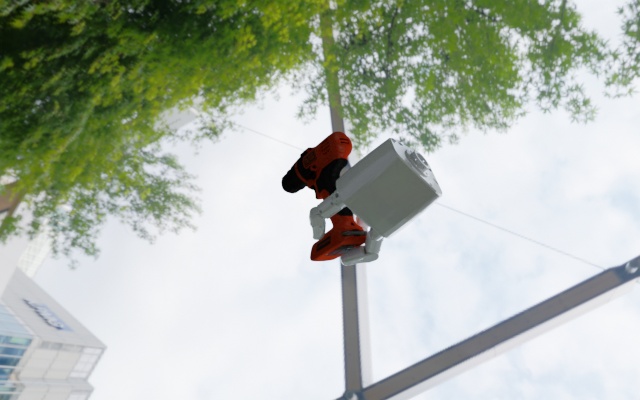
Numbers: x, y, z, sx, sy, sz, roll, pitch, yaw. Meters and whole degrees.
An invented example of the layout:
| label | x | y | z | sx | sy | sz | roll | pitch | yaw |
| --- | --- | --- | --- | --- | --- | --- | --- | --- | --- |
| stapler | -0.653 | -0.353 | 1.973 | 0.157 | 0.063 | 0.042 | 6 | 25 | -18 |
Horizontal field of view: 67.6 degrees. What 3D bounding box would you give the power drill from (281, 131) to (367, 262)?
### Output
| label | x | y | z | sx | sy | sz | roll | pitch | yaw |
| --- | --- | --- | --- | --- | --- | --- | --- | --- | --- |
| power drill | 0.000 | 0.003 | 0.798 | 0.057 | 0.187 | 0.184 | -1 | -22 | -35 |
